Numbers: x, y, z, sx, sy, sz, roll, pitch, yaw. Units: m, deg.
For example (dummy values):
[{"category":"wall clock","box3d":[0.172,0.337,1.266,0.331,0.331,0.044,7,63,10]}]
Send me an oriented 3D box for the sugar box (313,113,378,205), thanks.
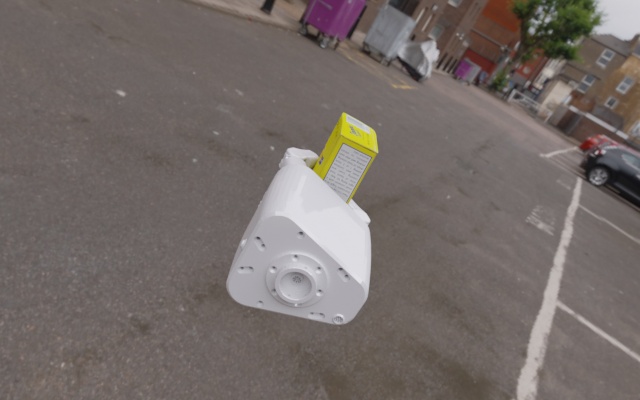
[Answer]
[{"category":"sugar box","box3d":[0.000,0.001,0.508,0.048,0.176,0.093,28,22,-7]}]
